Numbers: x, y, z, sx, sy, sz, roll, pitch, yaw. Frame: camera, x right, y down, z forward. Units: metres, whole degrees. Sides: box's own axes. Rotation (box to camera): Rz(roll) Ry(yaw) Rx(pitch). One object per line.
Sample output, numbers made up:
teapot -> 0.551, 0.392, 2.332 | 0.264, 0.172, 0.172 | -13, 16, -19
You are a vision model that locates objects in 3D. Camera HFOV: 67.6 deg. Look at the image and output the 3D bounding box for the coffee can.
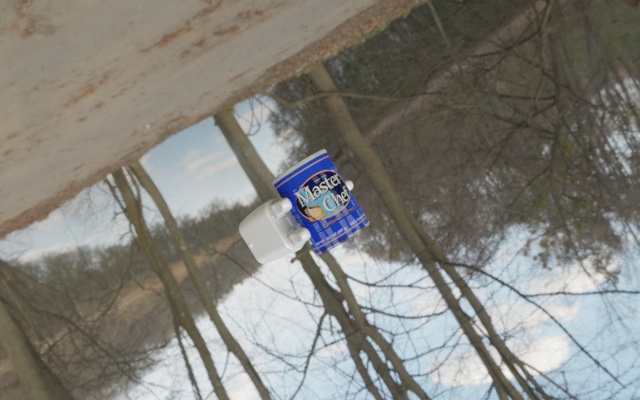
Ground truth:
coffee can -> 0.000, 0.002, 0.773 | 0.103, 0.140, 0.103 | -32, 1, 0
